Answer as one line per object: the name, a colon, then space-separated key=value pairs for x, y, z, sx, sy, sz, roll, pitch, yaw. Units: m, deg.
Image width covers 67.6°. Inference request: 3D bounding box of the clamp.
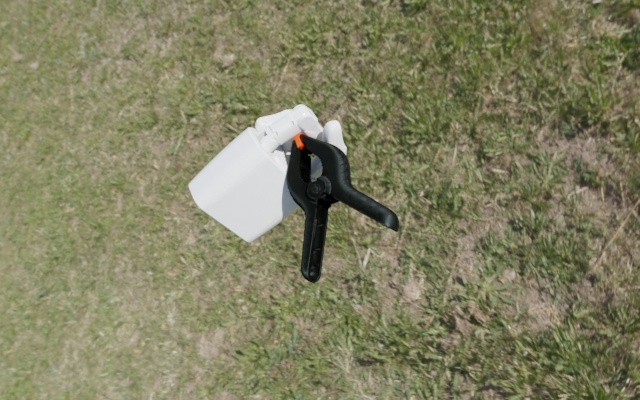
clamp: x=0.000 y=0.001 z=0.528 sx=0.120 sy=0.171 sz=0.039 roll=-39 pitch=-36 yaw=11
